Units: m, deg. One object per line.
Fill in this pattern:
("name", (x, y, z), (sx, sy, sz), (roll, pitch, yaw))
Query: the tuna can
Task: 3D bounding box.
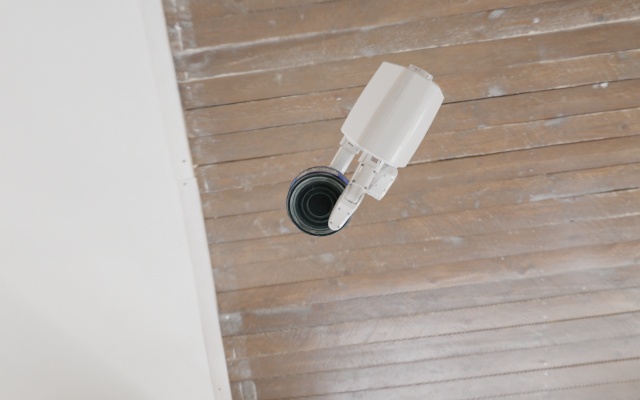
("tuna can", (0.000, 0.002, 0.599), (0.086, 0.086, 0.033), (0, 16, 3))
